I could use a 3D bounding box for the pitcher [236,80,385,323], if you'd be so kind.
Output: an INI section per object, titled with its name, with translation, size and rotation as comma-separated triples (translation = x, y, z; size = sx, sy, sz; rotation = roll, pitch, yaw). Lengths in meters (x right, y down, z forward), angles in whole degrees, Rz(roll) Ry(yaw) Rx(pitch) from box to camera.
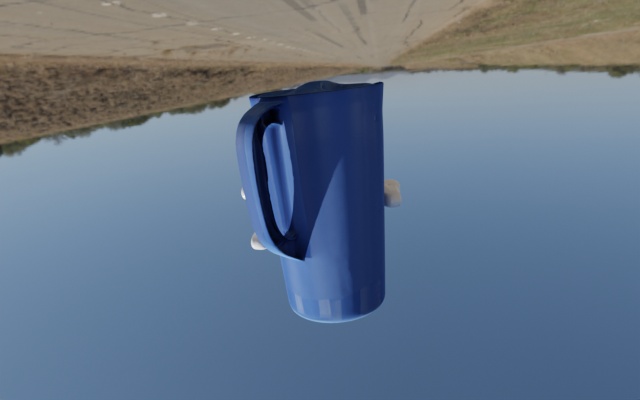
[pitcher]
translation = 0.000, 0.002, 0.496
size = 0.149, 0.243, 0.145
rotation = -8, 15, -6
